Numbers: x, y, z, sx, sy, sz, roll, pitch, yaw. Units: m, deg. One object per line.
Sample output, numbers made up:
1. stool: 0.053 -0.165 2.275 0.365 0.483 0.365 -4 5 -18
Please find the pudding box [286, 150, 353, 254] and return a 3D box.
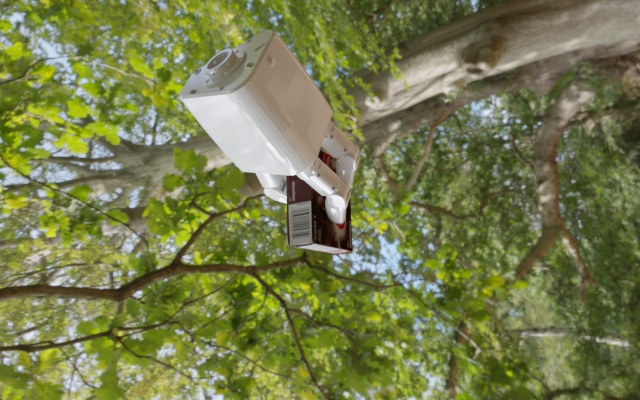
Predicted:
1. pudding box: 0.000 0.002 0.553 0.039 0.113 0.090 -8 -15 32
